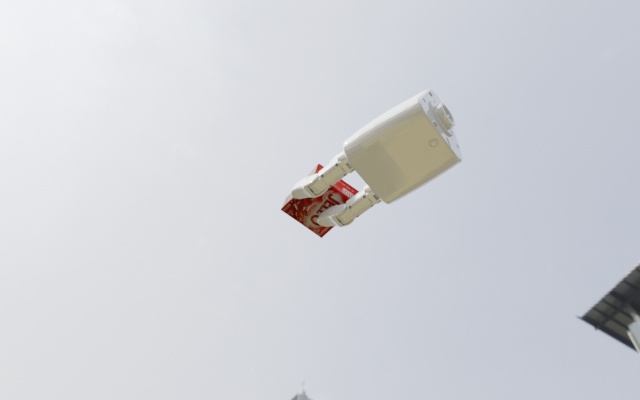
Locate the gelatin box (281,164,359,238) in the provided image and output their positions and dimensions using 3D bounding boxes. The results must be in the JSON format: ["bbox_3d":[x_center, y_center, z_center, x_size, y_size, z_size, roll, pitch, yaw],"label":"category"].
[{"bbox_3d":[0.000,0.002,0.651,0.073,0.030,0.089,35,-51,-14],"label":"gelatin box"}]
